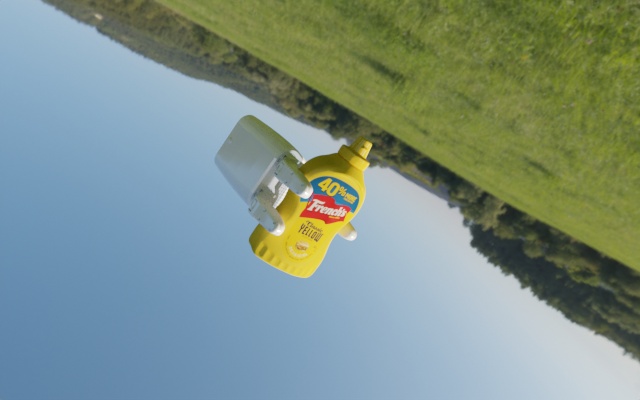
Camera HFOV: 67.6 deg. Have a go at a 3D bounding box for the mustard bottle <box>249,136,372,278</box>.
[{"bbox_3d":[0.000,0.002,0.597,0.096,0.191,0.058,30,12,-29],"label":"mustard bottle"}]
